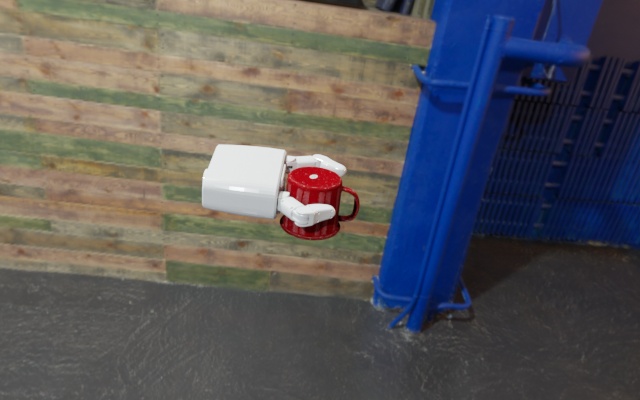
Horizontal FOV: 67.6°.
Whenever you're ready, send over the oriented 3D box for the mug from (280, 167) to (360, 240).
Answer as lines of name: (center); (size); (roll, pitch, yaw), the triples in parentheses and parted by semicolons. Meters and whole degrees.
mug: (0.002, 0.002, 0.710); (0.117, 0.081, 0.093); (7, 26, 0)
